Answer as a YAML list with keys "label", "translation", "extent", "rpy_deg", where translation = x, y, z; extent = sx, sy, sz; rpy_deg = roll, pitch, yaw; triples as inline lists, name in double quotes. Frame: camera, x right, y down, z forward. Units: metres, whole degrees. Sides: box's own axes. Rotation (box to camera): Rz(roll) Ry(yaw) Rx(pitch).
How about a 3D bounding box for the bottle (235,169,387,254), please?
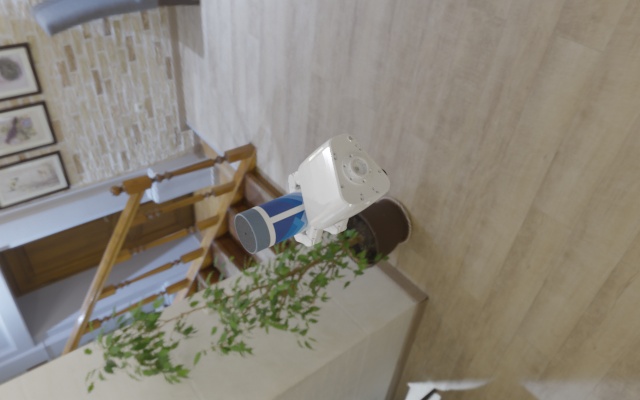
- label: "bottle"
  translation: [0.000, 0.003, 0.809]
  extent: [0.295, 0.069, 0.069]
  rpy_deg: [-23, 12, -32]
